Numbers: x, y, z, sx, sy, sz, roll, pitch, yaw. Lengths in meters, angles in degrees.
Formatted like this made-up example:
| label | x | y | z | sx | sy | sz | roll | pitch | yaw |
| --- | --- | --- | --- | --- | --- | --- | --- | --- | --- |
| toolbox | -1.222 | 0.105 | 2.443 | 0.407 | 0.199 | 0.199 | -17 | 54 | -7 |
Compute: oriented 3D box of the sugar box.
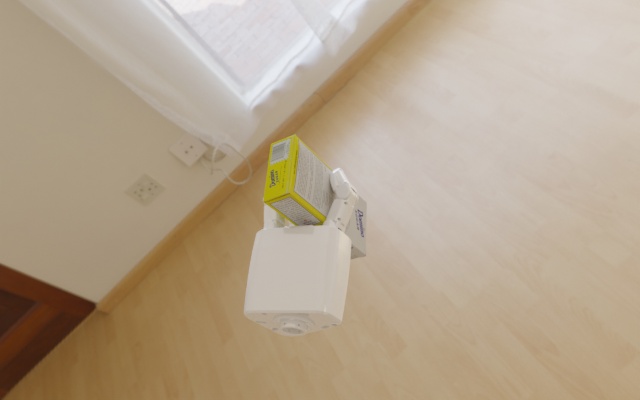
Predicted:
| label | x | y | z | sx | sy | sz | roll | pitch | yaw |
| --- | --- | --- | --- | --- | --- | --- | --- | --- | --- |
| sugar box | 0.000 | 0.002 | 0.627 | 0.048 | 0.093 | 0.176 | -17 | -39 | 28 |
